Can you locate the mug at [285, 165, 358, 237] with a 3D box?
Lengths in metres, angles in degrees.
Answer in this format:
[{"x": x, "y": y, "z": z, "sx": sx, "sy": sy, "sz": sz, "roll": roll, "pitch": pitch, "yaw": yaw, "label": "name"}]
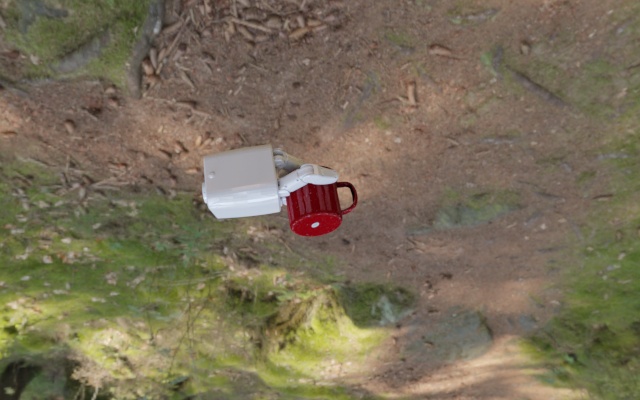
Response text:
[{"x": 0.002, "y": 0.002, "z": 0.743, "sx": 0.117, "sy": 0.081, "sz": 0.093, "roll": -8, "pitch": -28, "yaw": -4, "label": "mug"}]
